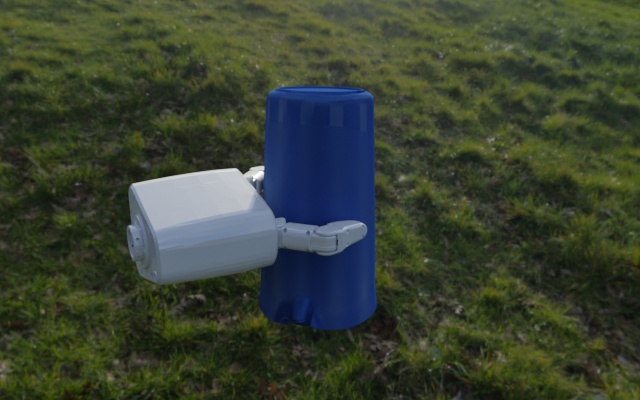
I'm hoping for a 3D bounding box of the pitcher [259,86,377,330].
[{"bbox_3d":[0.000,0.002,0.521,0.145,0.243,0.149,-9,19,-30],"label":"pitcher"}]
